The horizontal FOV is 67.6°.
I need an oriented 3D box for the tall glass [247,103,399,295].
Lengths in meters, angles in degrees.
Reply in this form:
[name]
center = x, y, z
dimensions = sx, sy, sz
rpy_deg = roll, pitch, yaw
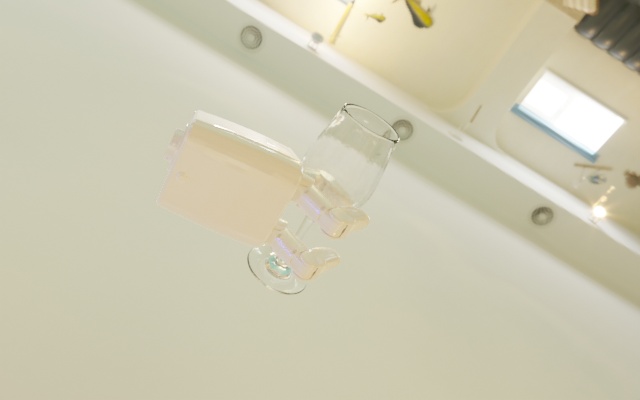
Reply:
[tall glass]
center = 0.000, 0.002, 0.490
dimensions = 0.079, 0.201, 0.079
rpy_deg = 26, 27, -14
